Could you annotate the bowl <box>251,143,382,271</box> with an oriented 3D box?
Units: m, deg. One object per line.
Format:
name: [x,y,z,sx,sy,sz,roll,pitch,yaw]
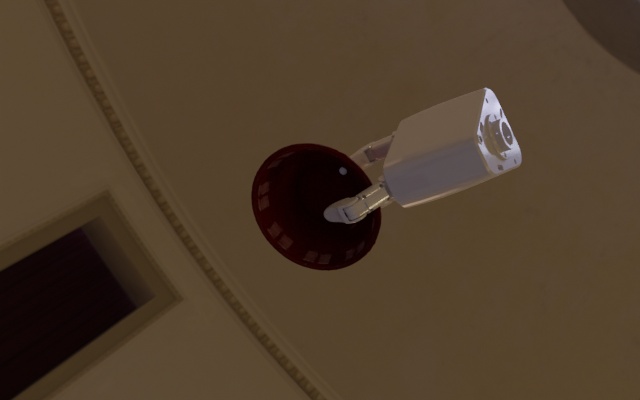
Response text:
bowl: [-0.001,0.002,0.580,0.162,0.162,0.055,0,22,21]
